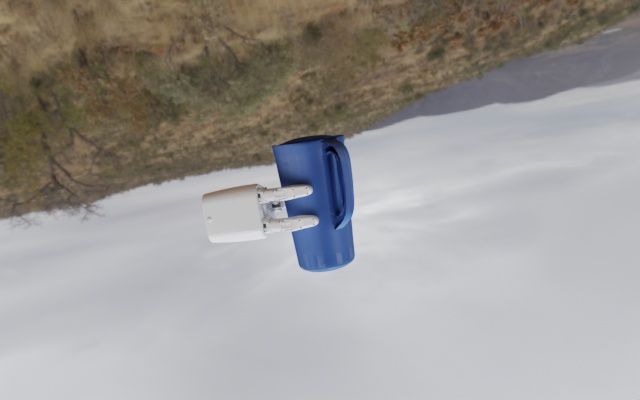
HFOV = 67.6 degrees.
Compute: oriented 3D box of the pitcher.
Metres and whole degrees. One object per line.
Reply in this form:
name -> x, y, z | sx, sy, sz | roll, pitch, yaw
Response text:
pitcher -> 0.000, 0.003, 0.872 | 0.145, 0.243, 0.149 | -8, 9, 10
